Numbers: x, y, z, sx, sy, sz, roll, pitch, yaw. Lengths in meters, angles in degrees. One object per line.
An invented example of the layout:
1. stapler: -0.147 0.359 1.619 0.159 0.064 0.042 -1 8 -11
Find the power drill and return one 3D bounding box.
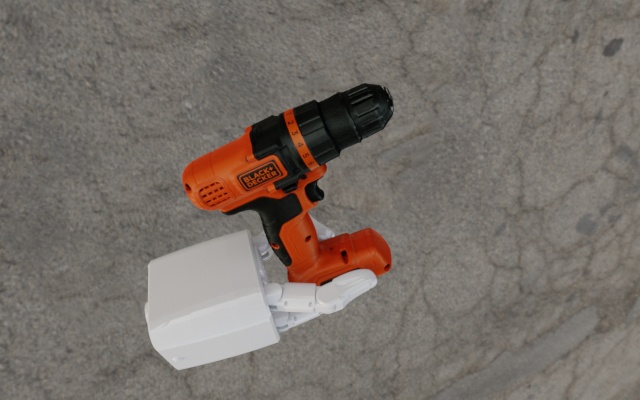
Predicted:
1. power drill: 0.000 0.002 0.432 0.184 0.188 0.057 -22 36 10
